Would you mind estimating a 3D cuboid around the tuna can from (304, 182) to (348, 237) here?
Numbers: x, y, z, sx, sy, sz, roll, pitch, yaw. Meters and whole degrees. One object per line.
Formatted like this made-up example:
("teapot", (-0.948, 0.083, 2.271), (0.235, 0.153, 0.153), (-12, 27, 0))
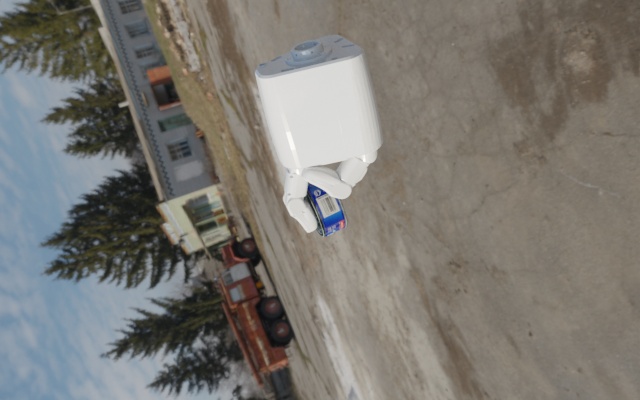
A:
("tuna can", (0.000, 0.002, 0.601), (0.034, 0.086, 0.086), (-25, 4, -9))
